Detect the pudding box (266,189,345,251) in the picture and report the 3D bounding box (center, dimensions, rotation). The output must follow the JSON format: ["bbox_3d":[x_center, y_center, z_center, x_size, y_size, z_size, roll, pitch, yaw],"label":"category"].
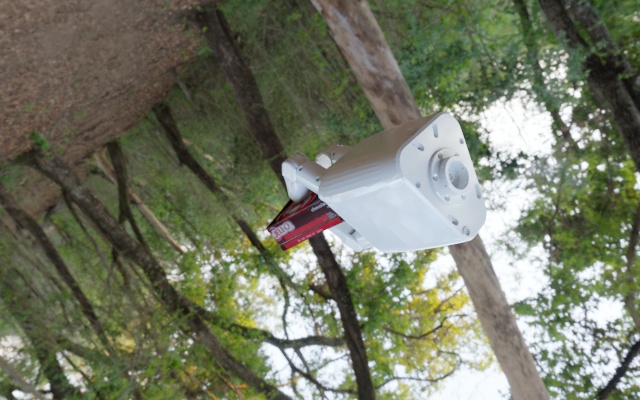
[{"bbox_3d":[0.000,0.002,0.541,0.090,0.039,0.113,-27,12,28],"label":"pudding box"}]
